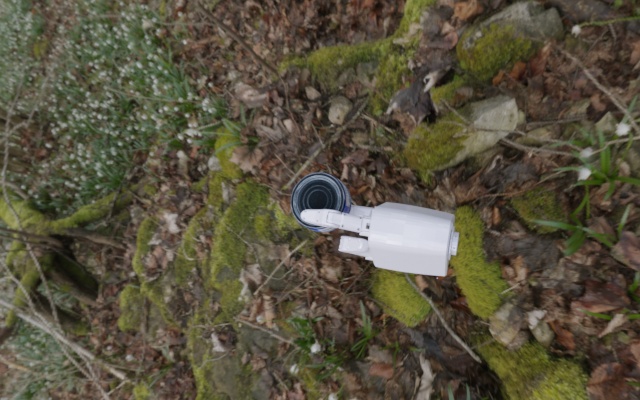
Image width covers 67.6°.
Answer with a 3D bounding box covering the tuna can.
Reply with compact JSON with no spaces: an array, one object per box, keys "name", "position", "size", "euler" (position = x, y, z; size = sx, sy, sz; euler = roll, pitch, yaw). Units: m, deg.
[{"name":"tuna can","position":[0.000,0.002,0.701],"size":[0.086,0.086,0.034],"euler":[0,-10,19]}]
